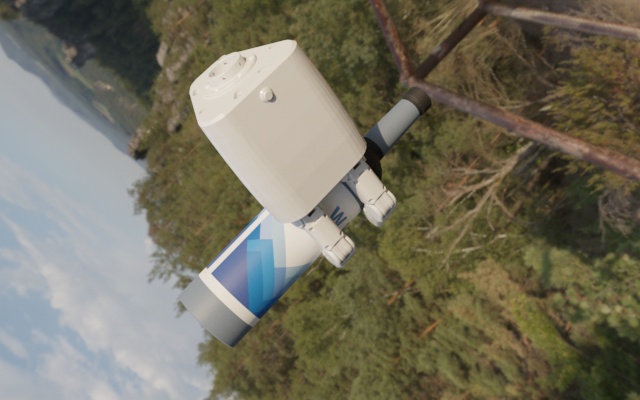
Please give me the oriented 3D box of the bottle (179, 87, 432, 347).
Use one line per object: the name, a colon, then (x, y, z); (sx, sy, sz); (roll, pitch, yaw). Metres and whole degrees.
bottle: (0.000, 0.002, 0.446); (0.069, 0.295, 0.069); (42, -11, 10)
